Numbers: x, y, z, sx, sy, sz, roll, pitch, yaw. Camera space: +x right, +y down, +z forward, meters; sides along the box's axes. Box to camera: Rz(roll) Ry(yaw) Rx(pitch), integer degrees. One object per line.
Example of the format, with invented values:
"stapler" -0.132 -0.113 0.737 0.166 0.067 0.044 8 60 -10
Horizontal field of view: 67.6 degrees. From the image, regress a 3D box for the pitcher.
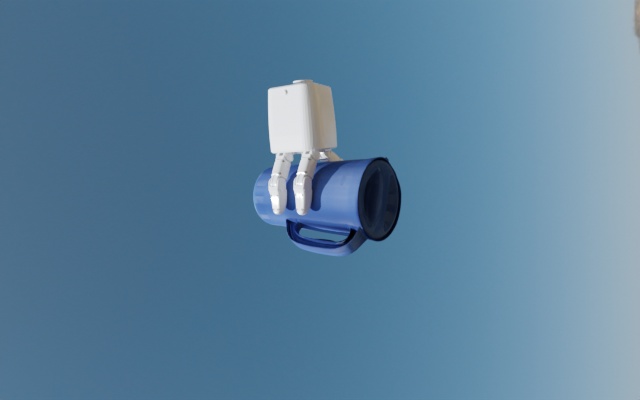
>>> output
"pitcher" 0.000 0.002 0.809 0.243 0.145 0.149 2 10 38
